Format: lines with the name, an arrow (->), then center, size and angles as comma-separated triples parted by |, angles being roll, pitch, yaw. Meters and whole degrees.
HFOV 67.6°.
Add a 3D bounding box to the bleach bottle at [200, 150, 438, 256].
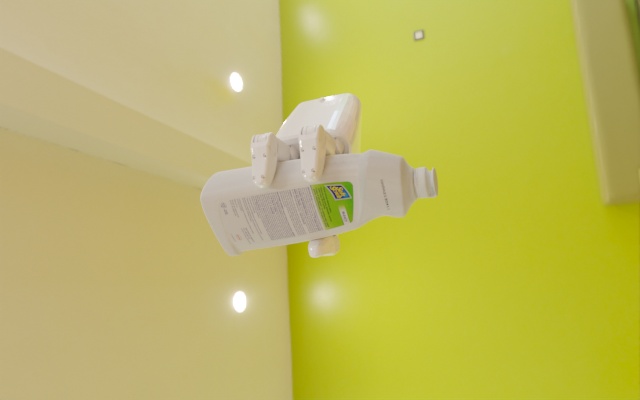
bleach bottle -> 0.000, 0.002, 0.520 | 0.251, 0.103, 0.068 | -7, 35, 21
